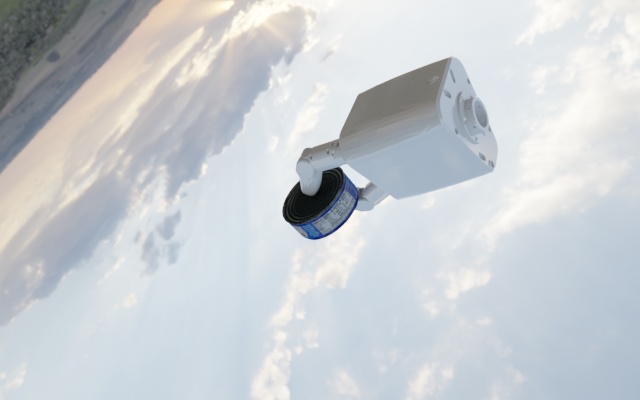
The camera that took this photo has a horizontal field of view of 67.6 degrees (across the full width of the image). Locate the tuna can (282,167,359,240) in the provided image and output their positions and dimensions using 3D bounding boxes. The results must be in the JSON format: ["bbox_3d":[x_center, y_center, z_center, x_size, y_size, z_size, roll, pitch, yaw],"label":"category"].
[{"bbox_3d":[0.000,0.002,0.539,0.086,0.086,0.034,0,-38,48],"label":"tuna can"}]
